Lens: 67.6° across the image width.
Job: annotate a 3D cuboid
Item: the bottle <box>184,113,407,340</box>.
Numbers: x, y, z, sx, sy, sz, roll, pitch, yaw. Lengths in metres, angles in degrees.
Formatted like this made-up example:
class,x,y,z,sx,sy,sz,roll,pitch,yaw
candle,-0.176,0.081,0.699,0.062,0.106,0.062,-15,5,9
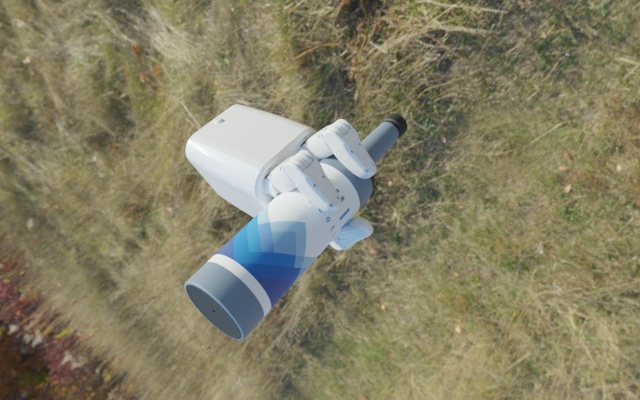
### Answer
class,x,y,z,sx,sy,sz,roll,pitch,yaw
bottle,0.000,0.002,0.465,0.069,0.069,0.295,0,37,48
